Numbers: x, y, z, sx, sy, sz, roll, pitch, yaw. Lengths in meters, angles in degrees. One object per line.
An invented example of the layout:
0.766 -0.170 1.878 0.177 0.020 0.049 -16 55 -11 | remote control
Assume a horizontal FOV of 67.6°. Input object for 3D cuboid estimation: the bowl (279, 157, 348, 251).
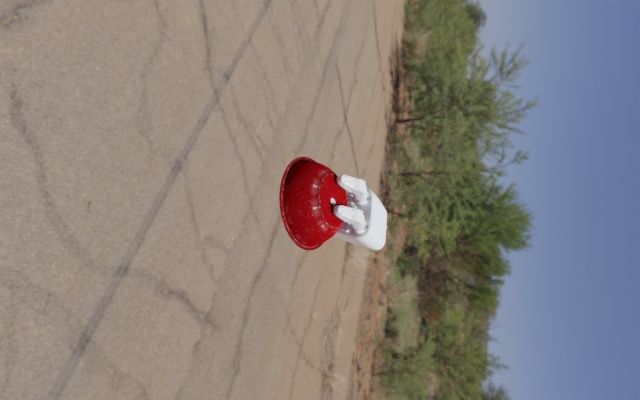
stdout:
0.000 0.002 0.804 0.055 0.162 0.162 -6 -3 33 | bowl
